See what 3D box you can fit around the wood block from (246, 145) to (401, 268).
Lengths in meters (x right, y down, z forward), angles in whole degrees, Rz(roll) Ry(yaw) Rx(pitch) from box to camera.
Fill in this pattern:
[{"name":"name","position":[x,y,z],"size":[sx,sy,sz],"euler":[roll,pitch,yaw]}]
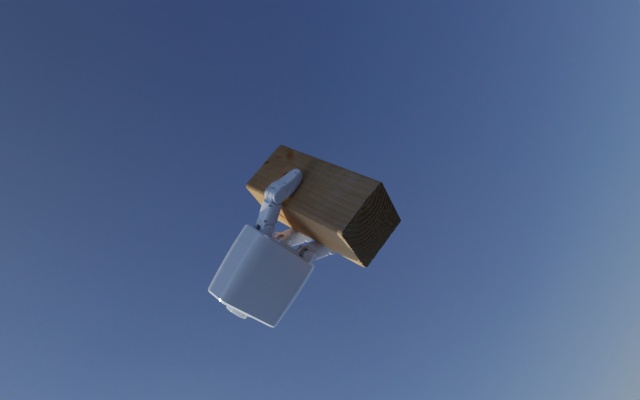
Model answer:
[{"name":"wood block","position":[0.000,0.002,0.693],"size":[0.206,0.090,0.091],"euler":[25,-21,41]}]
